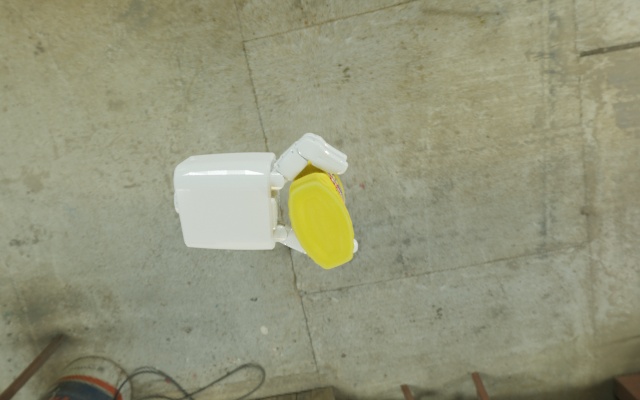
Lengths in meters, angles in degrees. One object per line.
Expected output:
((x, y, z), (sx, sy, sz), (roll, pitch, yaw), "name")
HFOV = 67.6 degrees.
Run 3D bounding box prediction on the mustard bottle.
((0.000, 0.002, 0.564), (0.058, 0.096, 0.191), (-24, 14, 6), "mustard bottle")
